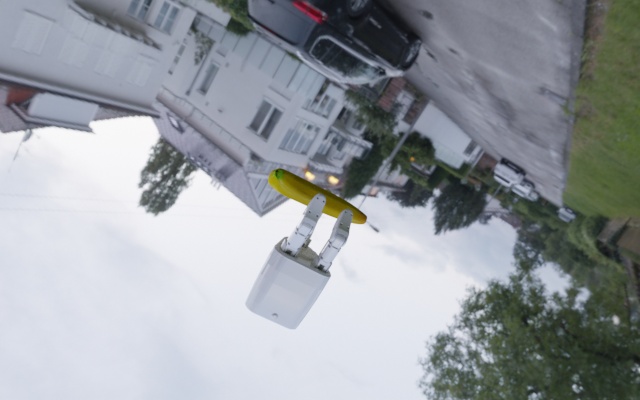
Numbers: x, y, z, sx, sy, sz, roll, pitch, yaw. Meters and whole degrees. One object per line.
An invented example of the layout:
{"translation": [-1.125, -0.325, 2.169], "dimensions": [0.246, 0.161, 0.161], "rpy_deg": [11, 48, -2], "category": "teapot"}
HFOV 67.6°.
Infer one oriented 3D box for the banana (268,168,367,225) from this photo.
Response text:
{"translation": [-0.012, -0.006, 0.733], "dimensions": [0.198, 0.037, 0.069], "rpy_deg": [25, 6, -39], "category": "banana"}
